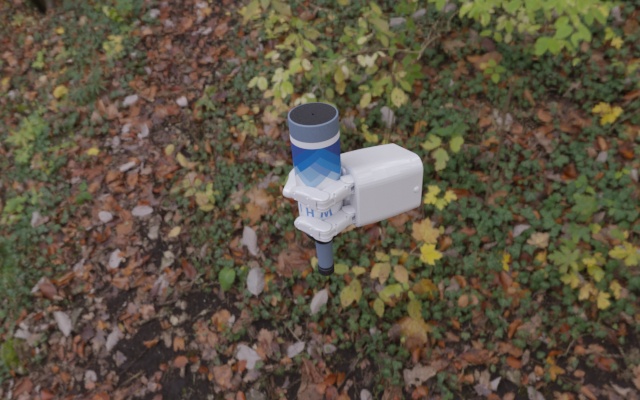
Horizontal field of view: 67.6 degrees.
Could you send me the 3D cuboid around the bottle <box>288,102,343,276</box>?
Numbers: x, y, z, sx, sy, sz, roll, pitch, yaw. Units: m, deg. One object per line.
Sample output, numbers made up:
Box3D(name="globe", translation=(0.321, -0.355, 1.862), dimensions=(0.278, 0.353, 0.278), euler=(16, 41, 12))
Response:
Box3D(name="bottle", translation=(0.000, 0.002, 0.712), dimensions=(0.069, 0.296, 0.069), euler=(-3, 38, 2))
